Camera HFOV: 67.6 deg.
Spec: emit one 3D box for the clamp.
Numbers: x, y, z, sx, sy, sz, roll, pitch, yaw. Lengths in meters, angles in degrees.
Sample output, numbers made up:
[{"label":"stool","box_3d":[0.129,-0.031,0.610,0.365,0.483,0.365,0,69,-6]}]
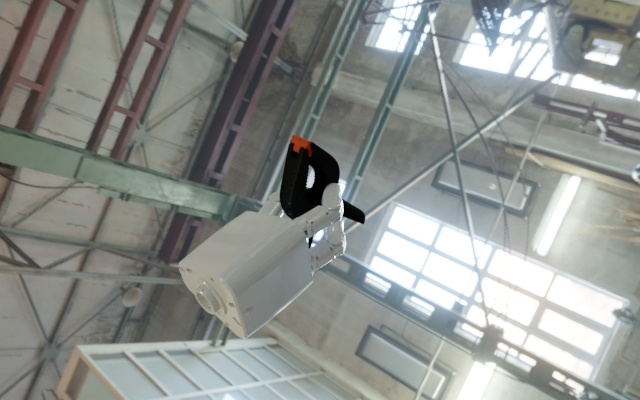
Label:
[{"label":"clamp","box_3d":[-0.001,0.001,0.618,0.036,0.210,0.164,25,47,34]}]
